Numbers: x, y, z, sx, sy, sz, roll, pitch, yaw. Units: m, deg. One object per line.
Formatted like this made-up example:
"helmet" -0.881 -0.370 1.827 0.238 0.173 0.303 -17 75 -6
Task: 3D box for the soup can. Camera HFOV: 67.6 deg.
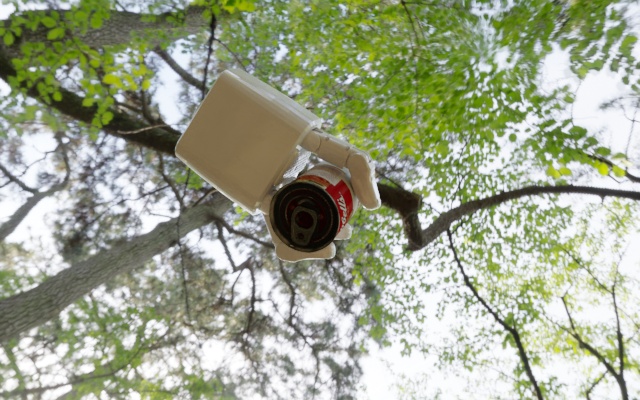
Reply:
"soup can" 0.001 0.002 0.475 0.068 0.068 0.102 0 16 19
